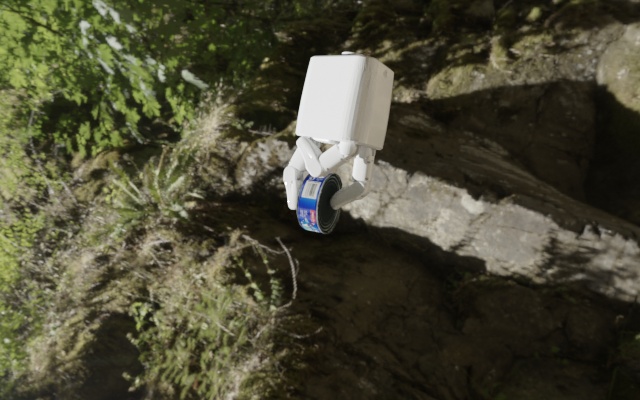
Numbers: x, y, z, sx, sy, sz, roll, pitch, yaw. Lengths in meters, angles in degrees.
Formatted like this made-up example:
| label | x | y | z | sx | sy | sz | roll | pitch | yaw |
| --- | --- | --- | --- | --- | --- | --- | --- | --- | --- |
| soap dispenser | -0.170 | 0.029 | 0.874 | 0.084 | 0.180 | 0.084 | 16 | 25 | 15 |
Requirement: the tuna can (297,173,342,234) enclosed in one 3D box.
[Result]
| label | x | y | z | sx | sy | sz | roll | pitch | yaw |
| --- | --- | --- | --- | --- | --- | --- | --- | --- | --- |
| tuna can | 0.000 | 0.002 | 0.671 | 0.034 | 0.086 | 0.086 | 9 | 4 | 24 |
